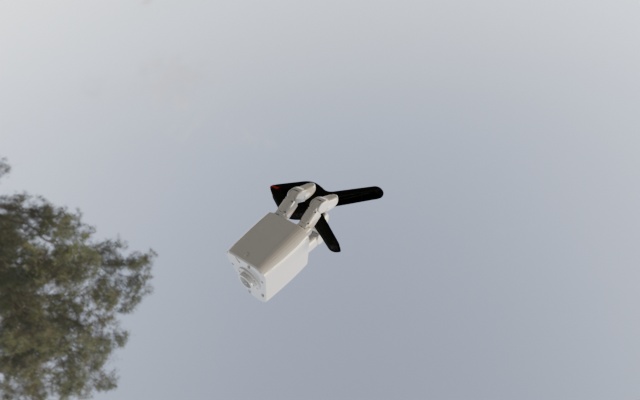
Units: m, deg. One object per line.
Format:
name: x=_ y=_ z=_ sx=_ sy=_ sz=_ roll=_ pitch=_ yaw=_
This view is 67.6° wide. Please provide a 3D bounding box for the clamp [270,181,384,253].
clamp: x=0.000 y=0.003 z=0.879 sx=0.210 sy=0.036 sz=0.164 roll=23 pitch=51 yaw=34
